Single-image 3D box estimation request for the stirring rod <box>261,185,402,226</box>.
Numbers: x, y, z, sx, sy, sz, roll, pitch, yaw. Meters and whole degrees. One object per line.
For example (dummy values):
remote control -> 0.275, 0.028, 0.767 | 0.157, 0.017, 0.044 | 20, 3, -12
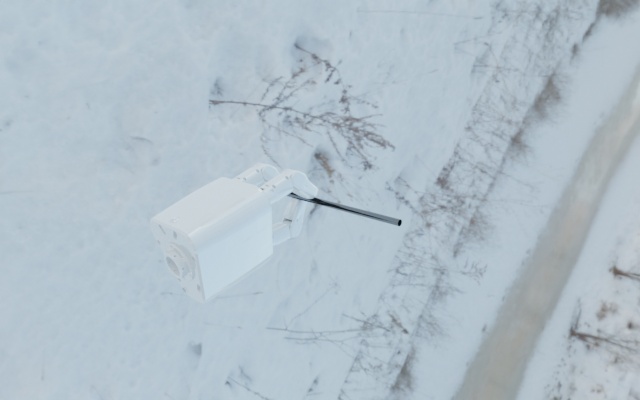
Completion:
stirring rod -> 0.000, 0.002, 0.608 | 0.239, 0.011, 0.011 | 15, 10, 41
